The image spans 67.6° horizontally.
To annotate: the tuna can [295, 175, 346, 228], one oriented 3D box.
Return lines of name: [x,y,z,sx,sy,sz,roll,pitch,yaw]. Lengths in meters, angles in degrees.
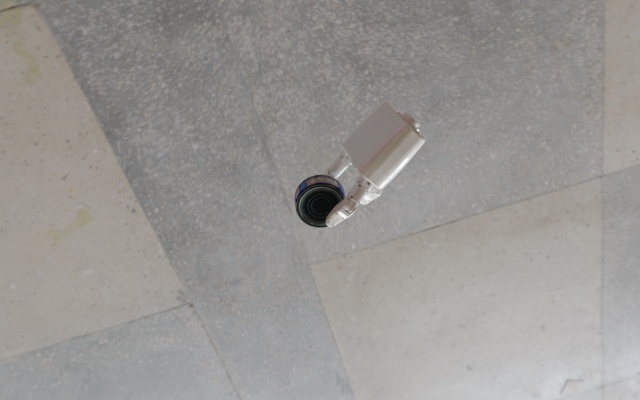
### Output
tuna can: [0.000,0.003,0.793,0.086,0.086,0.033,0,29,-4]
